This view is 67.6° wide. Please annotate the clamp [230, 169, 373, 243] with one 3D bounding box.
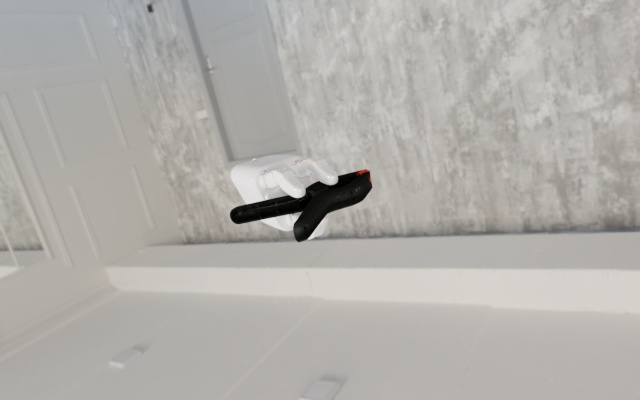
[{"bbox_3d":[0.001,0.003,0.656,0.210,0.036,0.164,-21,20,-28],"label":"clamp"}]
